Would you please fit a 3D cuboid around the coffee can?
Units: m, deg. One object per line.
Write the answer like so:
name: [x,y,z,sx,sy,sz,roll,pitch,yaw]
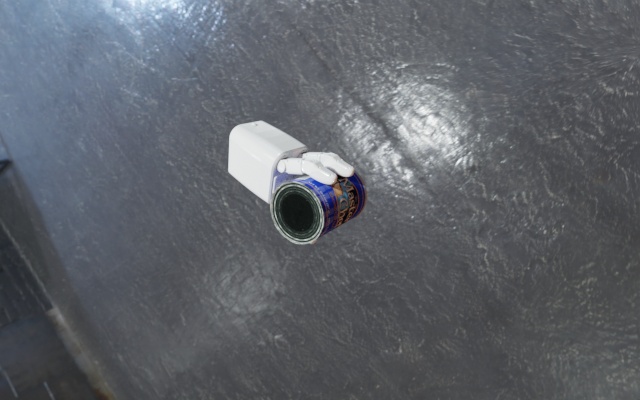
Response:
coffee can: [0.000,0.003,0.795,0.103,0.103,0.140,0,15,34]
